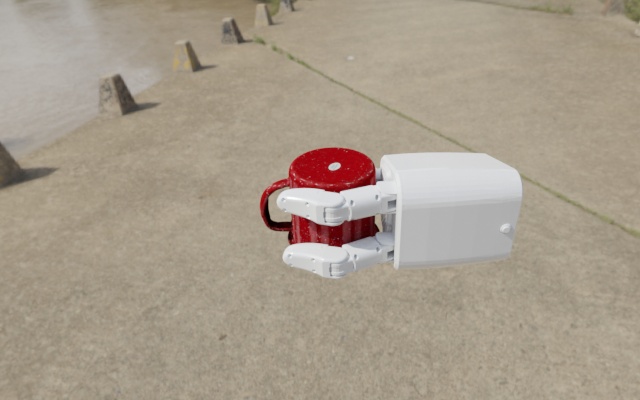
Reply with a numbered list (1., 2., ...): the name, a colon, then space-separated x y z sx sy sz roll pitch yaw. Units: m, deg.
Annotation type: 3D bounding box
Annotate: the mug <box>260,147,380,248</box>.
1. mug: -0.001 0.001 0.460 0.117 0.081 0.093 -4 32 -2
